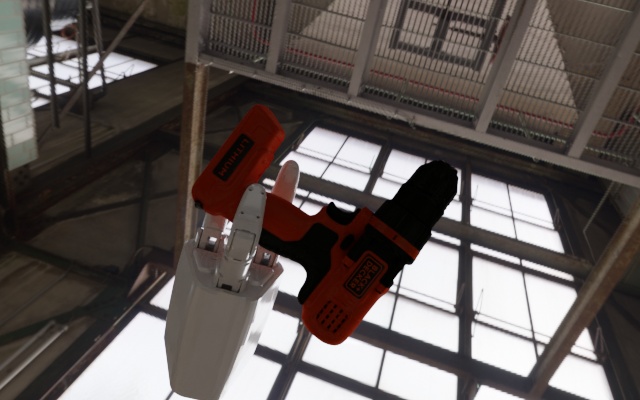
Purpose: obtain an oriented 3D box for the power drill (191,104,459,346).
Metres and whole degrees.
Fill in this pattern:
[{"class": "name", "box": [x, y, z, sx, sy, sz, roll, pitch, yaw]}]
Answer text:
[{"class": "power drill", "box": [0.000, 0.001, 0.412, 0.187, 0.184, 0.057, 38, -2, 8]}]
